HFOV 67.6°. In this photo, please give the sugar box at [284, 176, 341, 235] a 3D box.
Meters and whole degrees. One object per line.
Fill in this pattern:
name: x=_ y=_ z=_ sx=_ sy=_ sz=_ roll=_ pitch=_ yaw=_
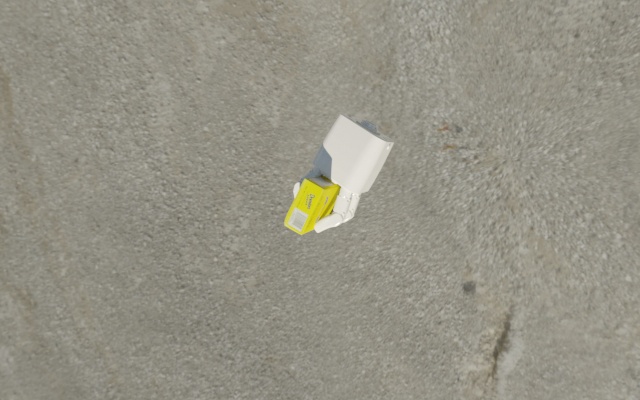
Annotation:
sugar box: x=0.001 y=0.003 z=0.888 sx=0.048 sy=0.093 sz=0.176 roll=31 pitch=15 yaw=17
